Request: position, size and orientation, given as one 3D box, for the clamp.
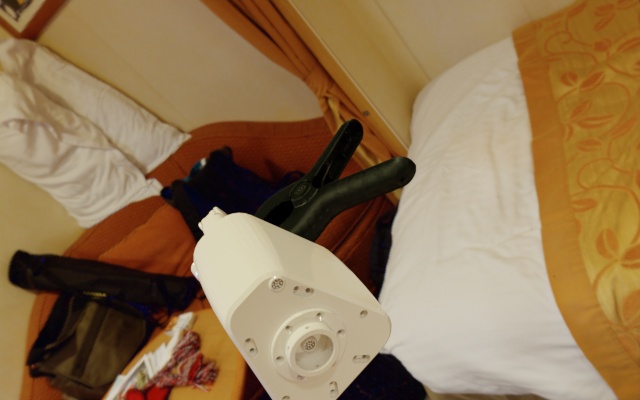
[{"bbox_3d":[0.000,0.001,0.411,0.039,0.171,0.120,45,-5,-27],"label":"clamp"}]
